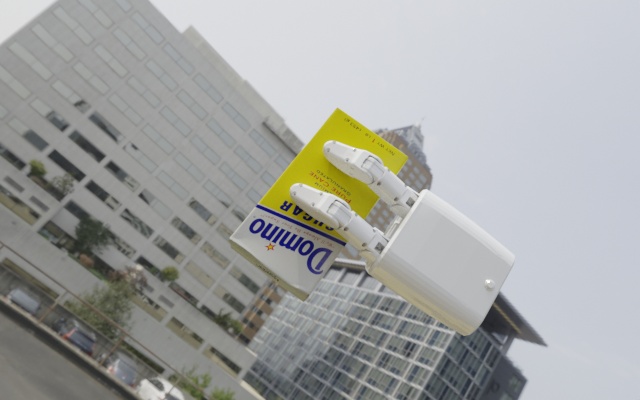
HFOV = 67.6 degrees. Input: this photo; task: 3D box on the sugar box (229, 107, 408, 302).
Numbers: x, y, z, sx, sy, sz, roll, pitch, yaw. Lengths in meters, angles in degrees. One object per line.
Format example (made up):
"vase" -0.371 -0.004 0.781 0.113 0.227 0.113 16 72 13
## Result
"sugar box" 0.000 0.001 0.476 0.093 0.176 0.048 35 -20 5
